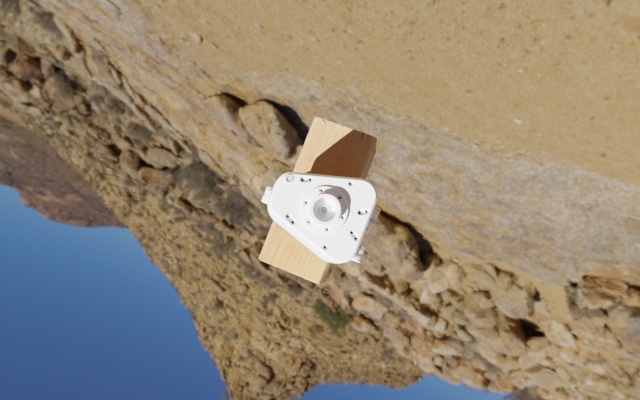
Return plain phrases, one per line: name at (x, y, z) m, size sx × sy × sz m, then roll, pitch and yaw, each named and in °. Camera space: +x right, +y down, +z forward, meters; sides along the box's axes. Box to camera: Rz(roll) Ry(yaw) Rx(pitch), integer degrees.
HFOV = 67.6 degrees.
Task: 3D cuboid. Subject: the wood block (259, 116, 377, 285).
wood block at (0.000, 0.002, 0.667) m, size 0.091 × 0.206 × 0.090 m, roll 21°, pitch -5°, yaw 8°
